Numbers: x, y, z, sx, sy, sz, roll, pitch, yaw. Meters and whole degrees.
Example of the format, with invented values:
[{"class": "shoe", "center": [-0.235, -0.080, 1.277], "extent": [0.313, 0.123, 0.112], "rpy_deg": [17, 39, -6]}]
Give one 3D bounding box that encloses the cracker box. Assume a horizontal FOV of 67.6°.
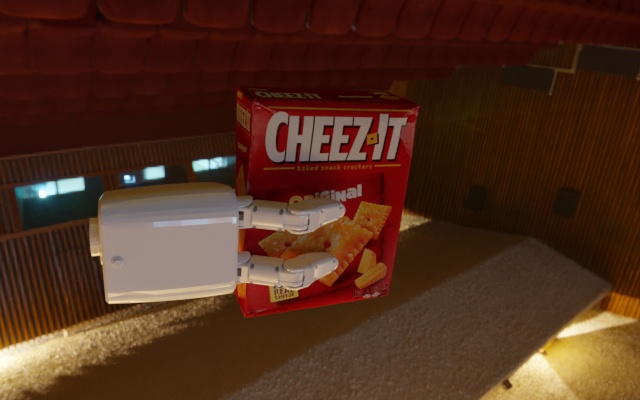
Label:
[{"class": "cracker box", "center": [0.000, 0.002, 0.477], "extent": [0.164, 0.214, 0.072], "rpy_deg": [-3, 23, -22]}]
